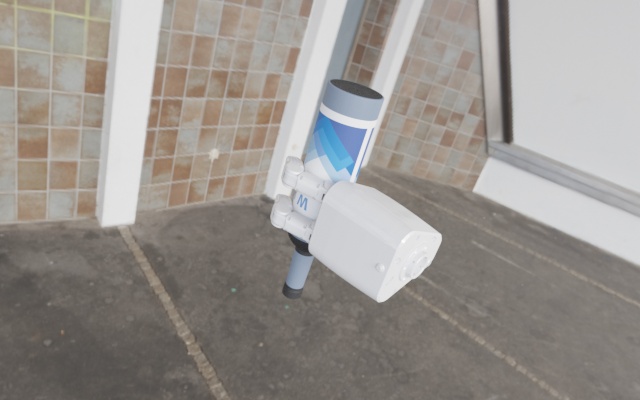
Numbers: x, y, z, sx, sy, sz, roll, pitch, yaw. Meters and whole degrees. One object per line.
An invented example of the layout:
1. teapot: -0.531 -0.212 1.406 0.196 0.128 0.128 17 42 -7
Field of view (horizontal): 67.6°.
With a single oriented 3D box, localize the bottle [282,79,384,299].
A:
1. bottle: 0.000 0.002 0.597 0.069 0.296 0.069 14 26 -7
